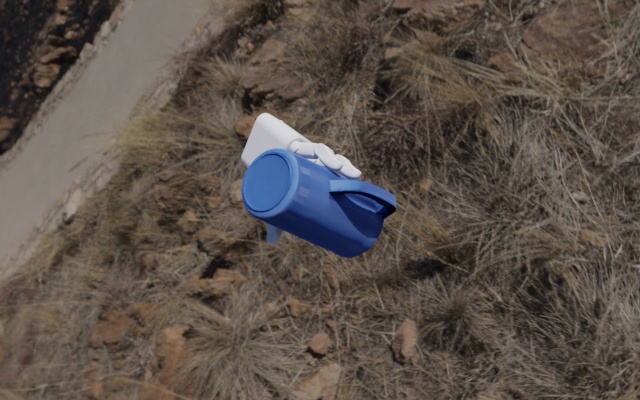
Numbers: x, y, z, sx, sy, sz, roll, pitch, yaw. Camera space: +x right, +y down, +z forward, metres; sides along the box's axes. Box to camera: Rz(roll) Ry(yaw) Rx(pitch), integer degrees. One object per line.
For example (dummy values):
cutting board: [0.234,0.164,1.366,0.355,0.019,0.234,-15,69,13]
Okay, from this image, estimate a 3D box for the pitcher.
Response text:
pitcher: [0.000,0.002,0.765,0.145,0.149,0.243,40,9,38]
